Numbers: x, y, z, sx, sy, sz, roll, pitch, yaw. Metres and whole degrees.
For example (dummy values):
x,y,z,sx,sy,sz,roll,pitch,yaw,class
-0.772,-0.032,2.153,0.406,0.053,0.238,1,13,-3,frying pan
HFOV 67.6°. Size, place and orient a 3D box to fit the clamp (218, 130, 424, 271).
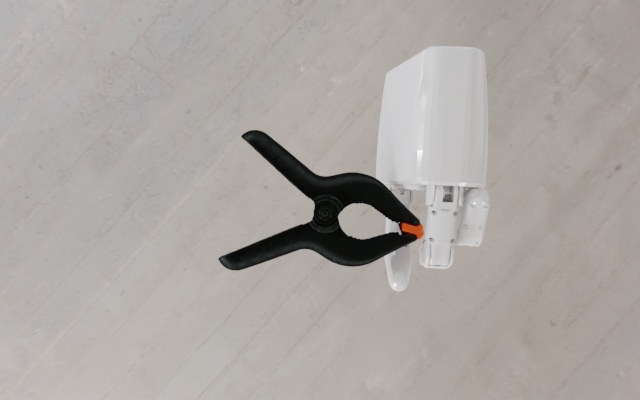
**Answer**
x,y,z,sx,sy,sz,roll,pitch,yaw,class
0.000,0.001,0.404,0.171,0.120,0.039,1,4,1,clamp
